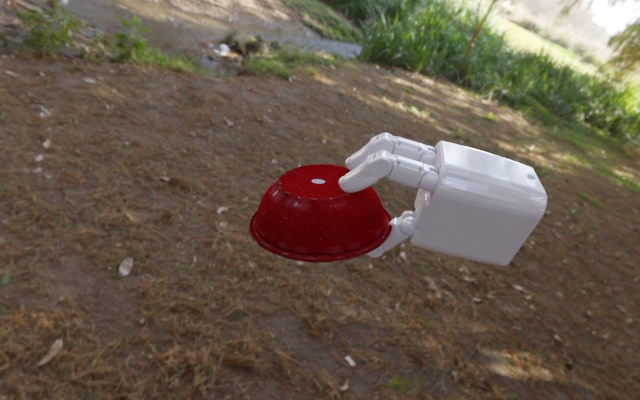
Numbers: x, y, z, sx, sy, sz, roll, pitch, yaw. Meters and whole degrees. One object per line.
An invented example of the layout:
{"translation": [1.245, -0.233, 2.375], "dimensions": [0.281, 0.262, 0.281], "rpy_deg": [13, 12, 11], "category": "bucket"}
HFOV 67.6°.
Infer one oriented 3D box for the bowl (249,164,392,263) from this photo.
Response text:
{"translation": [-0.001, 0.001, 0.530], "dimensions": [0.162, 0.055, 0.162], "rpy_deg": [-1, 27, 1], "category": "bowl"}
